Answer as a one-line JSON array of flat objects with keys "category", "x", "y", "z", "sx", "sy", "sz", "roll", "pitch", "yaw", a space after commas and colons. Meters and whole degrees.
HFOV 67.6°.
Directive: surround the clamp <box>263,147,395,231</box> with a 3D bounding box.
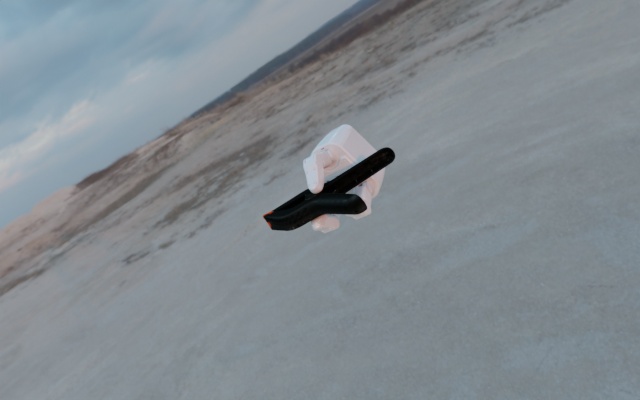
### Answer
[{"category": "clamp", "x": -0.001, "y": 0.002, "z": 0.663, "sx": 0.210, "sy": 0.036, "sz": 0.164, "roll": -25, "pitch": 15, "yaw": 25}]
